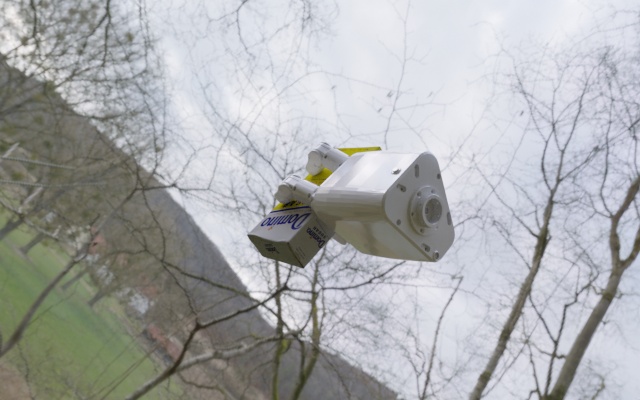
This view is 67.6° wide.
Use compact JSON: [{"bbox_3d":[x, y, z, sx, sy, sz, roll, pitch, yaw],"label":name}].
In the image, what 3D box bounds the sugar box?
[{"bbox_3d":[0.000,0.001,0.589,0.176,0.048,0.093,-44,27,-27],"label":"sugar box"}]
